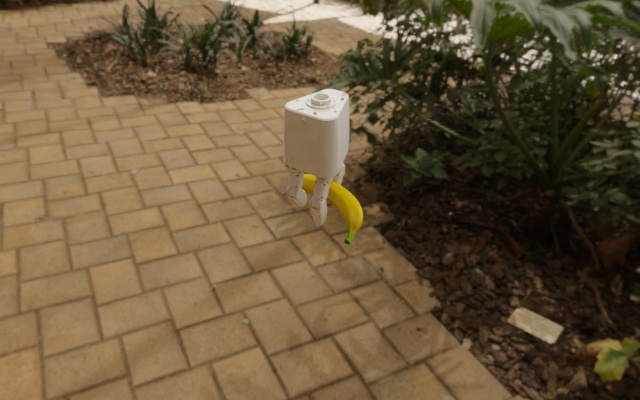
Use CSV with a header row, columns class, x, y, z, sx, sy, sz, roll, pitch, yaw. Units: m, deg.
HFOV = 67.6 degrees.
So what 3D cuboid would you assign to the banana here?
class,x,y,z,sx,sy,sz,roll,pitch,yaw
banana,0.018,-0.003,0.857,0.069,0.037,0.197,-26,46,-22
